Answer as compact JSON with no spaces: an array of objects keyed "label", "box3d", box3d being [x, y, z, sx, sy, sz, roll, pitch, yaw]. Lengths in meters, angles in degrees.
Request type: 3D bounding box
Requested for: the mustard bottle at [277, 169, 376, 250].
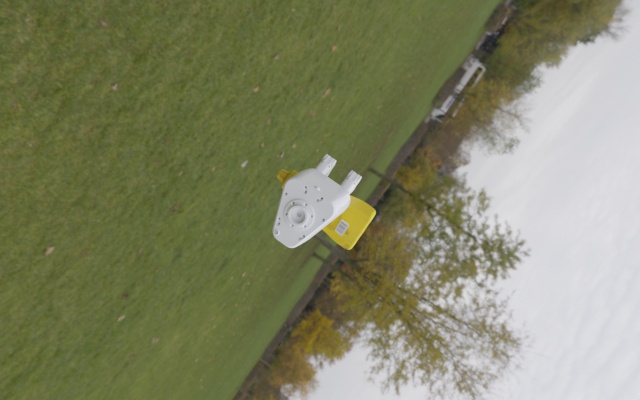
[{"label":"mustard bottle","box3d":[0.000,0.003,0.880,0.191,0.096,0.058,35,41,6]}]
